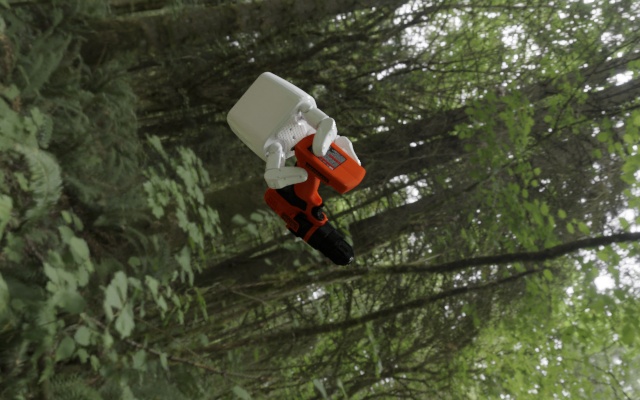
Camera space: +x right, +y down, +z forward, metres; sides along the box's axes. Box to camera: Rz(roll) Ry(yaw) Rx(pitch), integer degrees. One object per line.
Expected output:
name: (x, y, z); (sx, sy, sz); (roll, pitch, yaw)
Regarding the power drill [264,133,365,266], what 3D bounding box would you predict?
power drill: (0.000, 0.002, 0.736); (0.057, 0.184, 0.188); (-41, -14, -38)
